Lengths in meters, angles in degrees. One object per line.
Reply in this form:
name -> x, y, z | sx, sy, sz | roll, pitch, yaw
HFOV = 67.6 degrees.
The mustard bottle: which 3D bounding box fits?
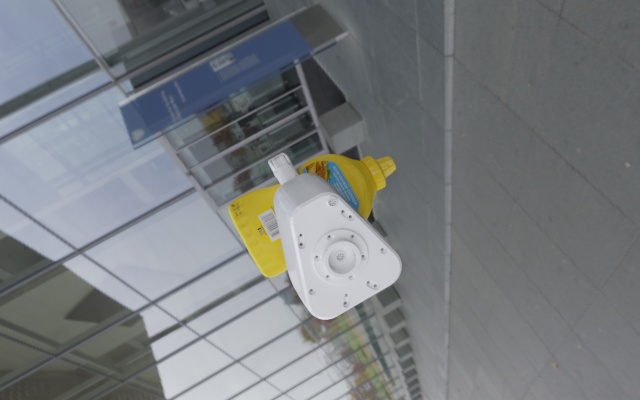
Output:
mustard bottle -> 0.000, 0.002, 0.545 | 0.191, 0.096, 0.058 | -29, -10, -5
